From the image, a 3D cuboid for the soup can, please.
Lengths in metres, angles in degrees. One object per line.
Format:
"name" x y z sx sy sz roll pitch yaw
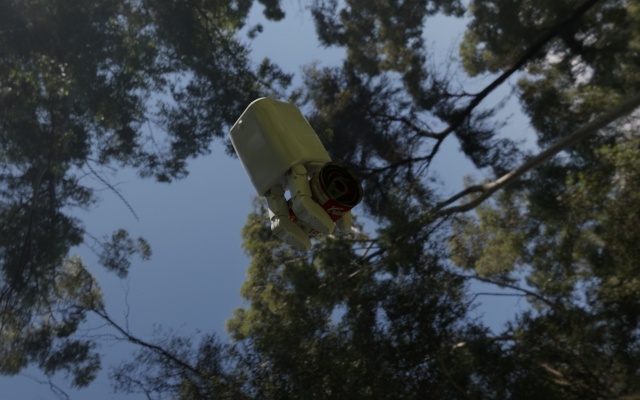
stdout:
"soup can" 0.000 0.003 0.651 0.068 0.068 0.102 0 -29 -41
